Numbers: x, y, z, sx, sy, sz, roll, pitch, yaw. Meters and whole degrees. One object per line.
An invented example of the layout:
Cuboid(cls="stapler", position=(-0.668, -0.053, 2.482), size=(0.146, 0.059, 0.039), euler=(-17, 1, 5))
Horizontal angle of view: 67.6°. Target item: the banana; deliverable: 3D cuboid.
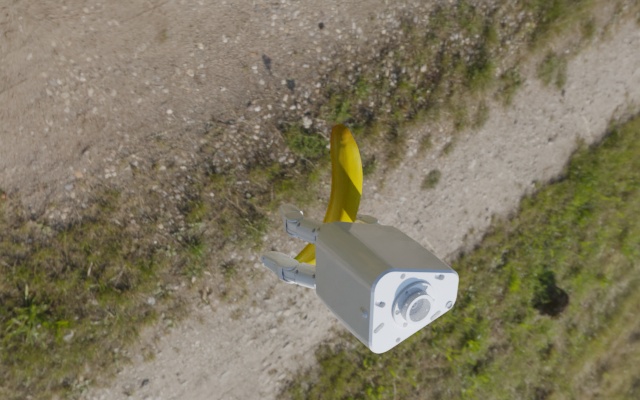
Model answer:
Cuboid(cls="banana", position=(0.015, 0.009, 0.578), size=(0.069, 0.198, 0.037), euler=(14, 15, -30))
